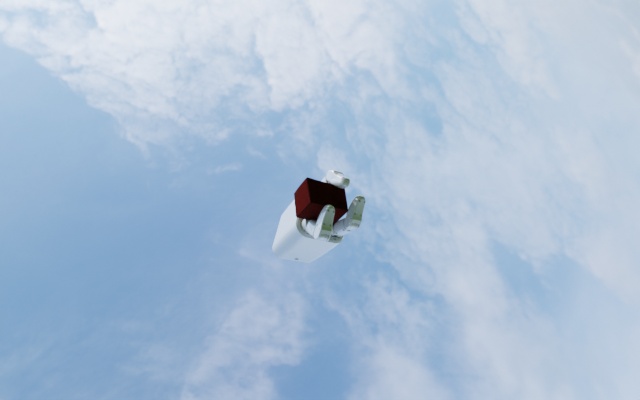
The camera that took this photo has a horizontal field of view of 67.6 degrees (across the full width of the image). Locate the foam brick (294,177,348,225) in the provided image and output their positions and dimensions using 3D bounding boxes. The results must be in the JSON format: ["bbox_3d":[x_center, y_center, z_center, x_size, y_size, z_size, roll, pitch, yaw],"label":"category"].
[{"bbox_3d":[0.000,0.002,0.819,0.078,0.053,0.051,14,-38,-29],"label":"foam brick"}]
